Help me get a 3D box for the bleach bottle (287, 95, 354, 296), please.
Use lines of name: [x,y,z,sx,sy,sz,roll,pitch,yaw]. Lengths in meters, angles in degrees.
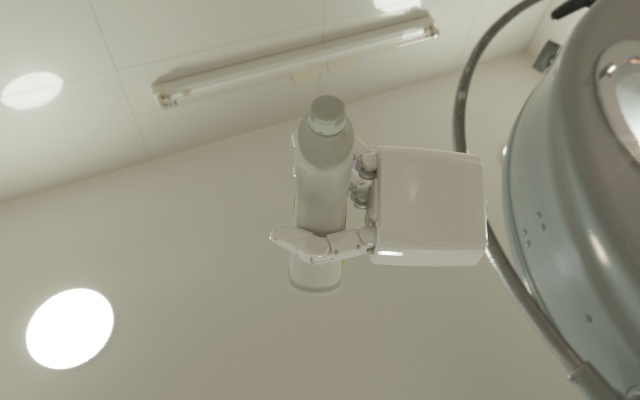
bleach bottle: [0.000,0.002,0.486,0.068,0.102,0.251,3,-34,-1]
